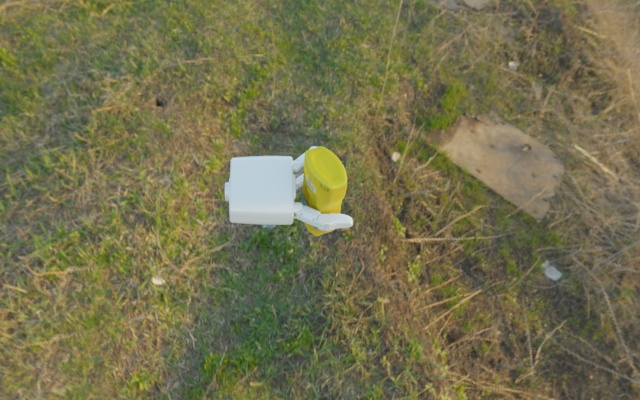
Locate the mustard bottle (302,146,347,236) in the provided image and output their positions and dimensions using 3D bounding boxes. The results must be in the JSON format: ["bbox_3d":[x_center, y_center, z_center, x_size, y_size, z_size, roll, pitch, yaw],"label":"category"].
[{"bbox_3d":[0.000,0.003,0.844,0.058,0.096,0.192,-20,-34,-21],"label":"mustard bottle"}]
